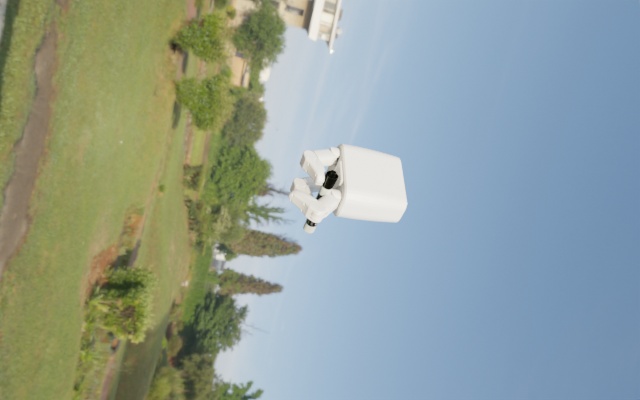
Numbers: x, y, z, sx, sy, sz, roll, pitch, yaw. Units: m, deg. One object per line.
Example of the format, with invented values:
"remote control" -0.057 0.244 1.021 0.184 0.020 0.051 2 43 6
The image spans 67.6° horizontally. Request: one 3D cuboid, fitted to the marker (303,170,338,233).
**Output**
"marker" 0.000 0.002 0.720 0.020 0.121 0.020 14 39 -12
